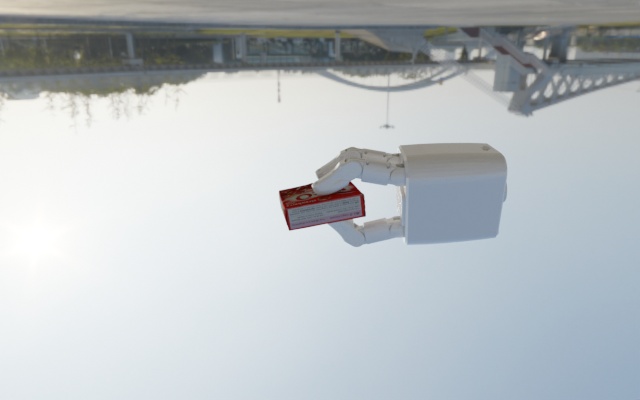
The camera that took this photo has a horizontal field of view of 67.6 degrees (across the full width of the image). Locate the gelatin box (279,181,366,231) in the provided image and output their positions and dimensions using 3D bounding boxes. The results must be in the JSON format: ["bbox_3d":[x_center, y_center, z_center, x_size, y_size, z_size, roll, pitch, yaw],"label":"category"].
[{"bbox_3d":[0.000,0.002,0.546,0.089,0.030,0.073,-11,19,-7],"label":"gelatin box"}]
